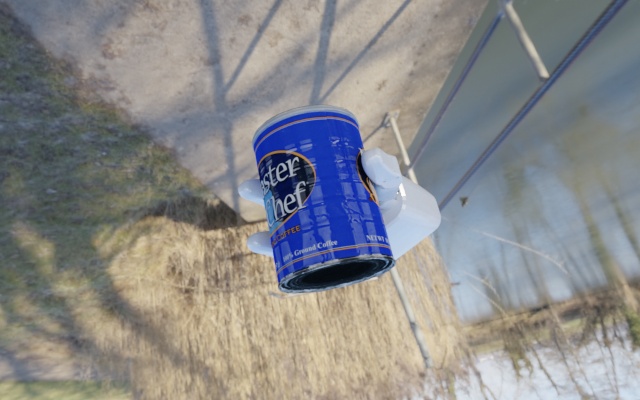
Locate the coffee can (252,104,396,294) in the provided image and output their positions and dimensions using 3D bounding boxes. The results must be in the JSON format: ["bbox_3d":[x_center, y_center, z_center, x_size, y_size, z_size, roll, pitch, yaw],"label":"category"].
[{"bbox_3d":[0.000,0.001,0.428,0.103,0.140,0.103,-11,-21,-4],"label":"coffee can"}]
